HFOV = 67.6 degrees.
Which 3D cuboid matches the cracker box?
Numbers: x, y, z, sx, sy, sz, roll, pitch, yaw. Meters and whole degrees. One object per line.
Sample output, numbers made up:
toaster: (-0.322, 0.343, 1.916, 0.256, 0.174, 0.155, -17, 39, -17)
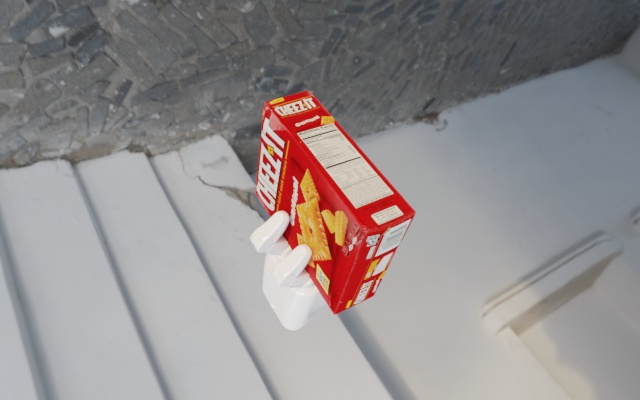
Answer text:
cracker box: (0.000, 0.002, 0.570, 0.072, 0.213, 0.164, -20, -34, -28)
